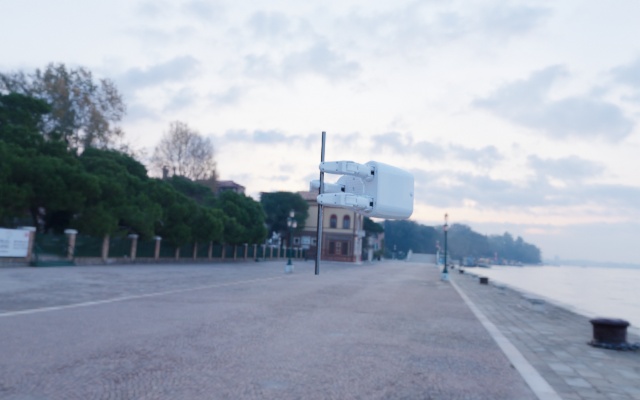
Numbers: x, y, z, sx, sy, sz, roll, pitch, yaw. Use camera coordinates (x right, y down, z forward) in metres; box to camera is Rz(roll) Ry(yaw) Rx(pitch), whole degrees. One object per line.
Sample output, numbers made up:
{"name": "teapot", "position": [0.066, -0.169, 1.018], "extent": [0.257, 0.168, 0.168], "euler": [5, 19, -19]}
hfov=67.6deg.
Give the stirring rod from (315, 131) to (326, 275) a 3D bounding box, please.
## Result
{"name": "stirring rod", "position": [0.000, 0.003, 0.797], "extent": [0.011, 0.239, 0.011], "euler": [3, -6, 0]}
